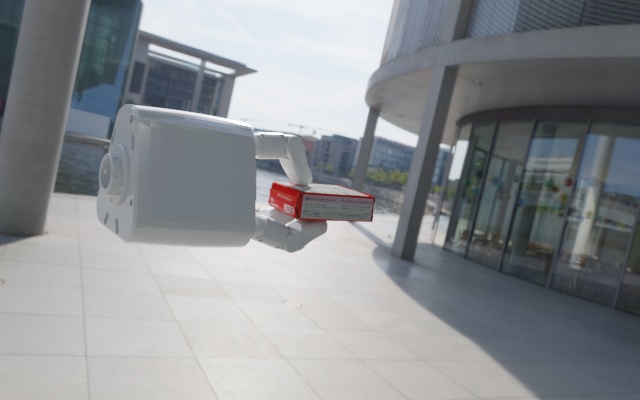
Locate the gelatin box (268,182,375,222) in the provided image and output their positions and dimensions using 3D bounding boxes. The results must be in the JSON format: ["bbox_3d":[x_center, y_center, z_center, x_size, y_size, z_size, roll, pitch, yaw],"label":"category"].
[{"bbox_3d":[0.000,0.001,0.499,0.089,0.030,0.073,2,9,-28],"label":"gelatin box"}]
